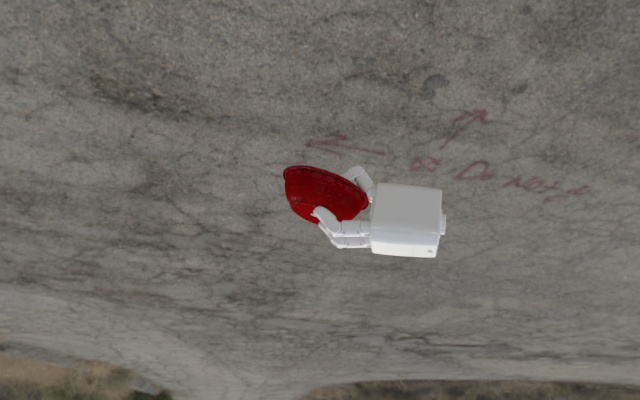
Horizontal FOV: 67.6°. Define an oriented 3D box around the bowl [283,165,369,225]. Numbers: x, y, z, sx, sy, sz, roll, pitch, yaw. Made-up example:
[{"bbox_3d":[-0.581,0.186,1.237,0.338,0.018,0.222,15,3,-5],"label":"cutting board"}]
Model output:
[{"bbox_3d":[-0.001,0.003,0.834,0.162,0.055,0.162,19,-20,7],"label":"bowl"}]
